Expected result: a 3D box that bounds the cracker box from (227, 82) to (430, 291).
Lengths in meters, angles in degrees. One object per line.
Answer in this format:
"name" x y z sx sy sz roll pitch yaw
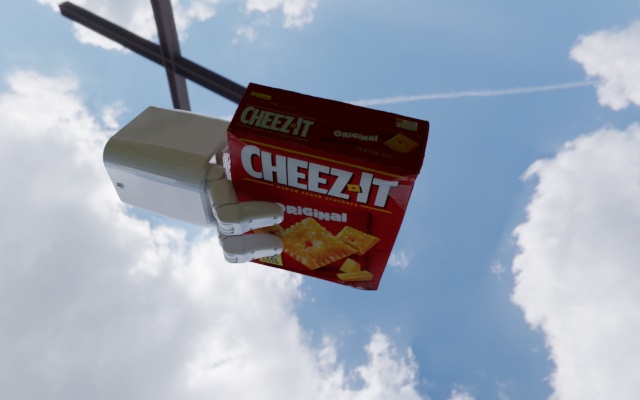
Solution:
"cracker box" 0.000 0.002 0.479 0.164 0.072 0.214 13 -36 5
